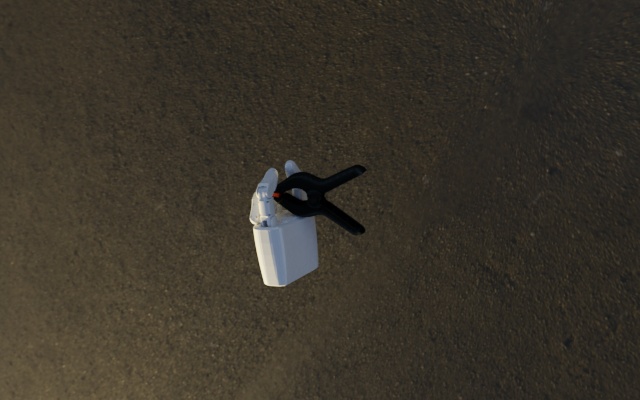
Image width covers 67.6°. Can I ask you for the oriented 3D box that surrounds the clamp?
[{"bbox_3d":[0.000,0.003,0.794,0.171,0.120,0.039,-1,15,24],"label":"clamp"}]
